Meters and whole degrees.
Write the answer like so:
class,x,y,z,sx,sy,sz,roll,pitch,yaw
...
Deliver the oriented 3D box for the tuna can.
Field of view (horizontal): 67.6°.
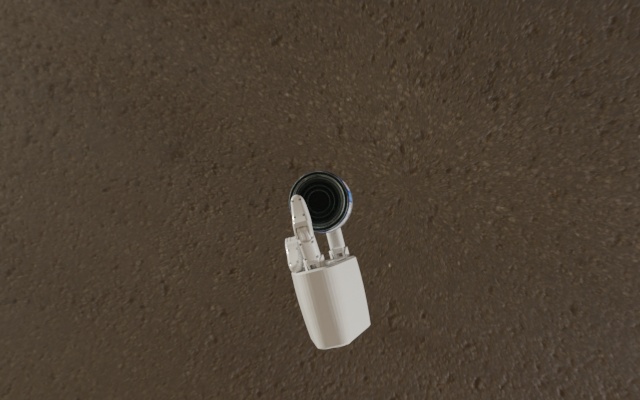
class,x,y,z,sx,sy,sz,roll,pitch,yaw
tuna can,0.000,0.002,0.659,0.086,0.086,0.034,0,-4,12
